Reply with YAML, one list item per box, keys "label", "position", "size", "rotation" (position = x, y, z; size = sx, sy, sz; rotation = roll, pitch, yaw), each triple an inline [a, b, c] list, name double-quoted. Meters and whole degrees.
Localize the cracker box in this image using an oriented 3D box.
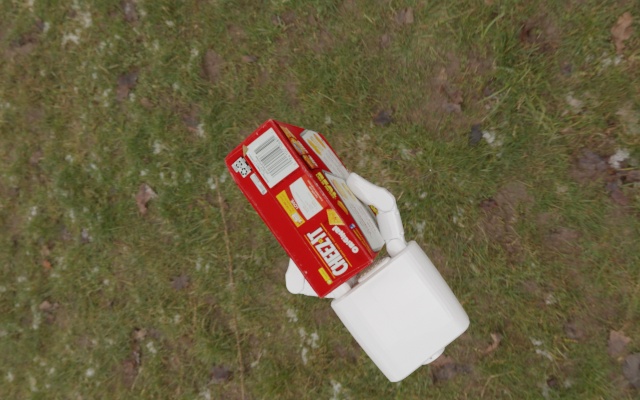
- label: "cracker box"
  position: [0.000, 0.002, 0.538]
  size: [0.072, 0.164, 0.213]
  rotation: [-37, -5, 13]
